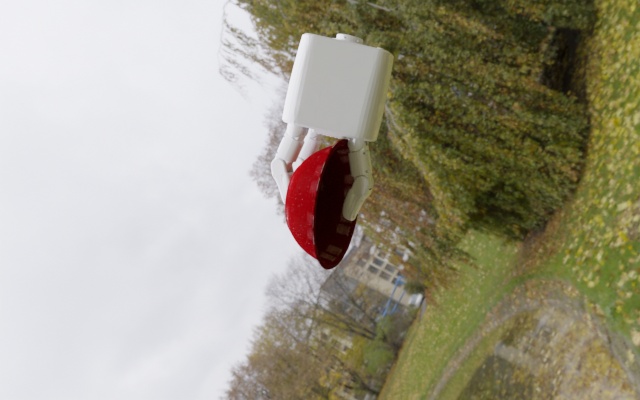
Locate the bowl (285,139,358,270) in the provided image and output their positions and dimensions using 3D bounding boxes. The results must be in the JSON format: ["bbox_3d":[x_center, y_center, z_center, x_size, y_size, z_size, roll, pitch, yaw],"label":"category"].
[{"bbox_3d":[-0.001,0.003,0.595,0.055,0.162,0.162,7,3,21],"label":"bowl"}]
